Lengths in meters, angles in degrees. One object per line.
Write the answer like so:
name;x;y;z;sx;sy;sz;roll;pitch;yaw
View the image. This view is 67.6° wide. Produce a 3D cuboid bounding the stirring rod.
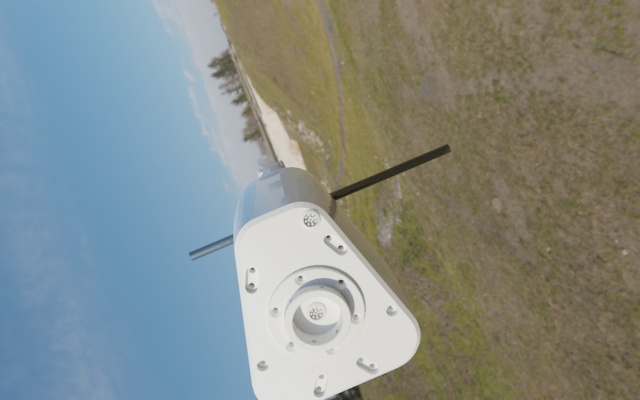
stirring rod;0.000;0.001;0.411;0.239;0.011;0.011;-23;0;-1
